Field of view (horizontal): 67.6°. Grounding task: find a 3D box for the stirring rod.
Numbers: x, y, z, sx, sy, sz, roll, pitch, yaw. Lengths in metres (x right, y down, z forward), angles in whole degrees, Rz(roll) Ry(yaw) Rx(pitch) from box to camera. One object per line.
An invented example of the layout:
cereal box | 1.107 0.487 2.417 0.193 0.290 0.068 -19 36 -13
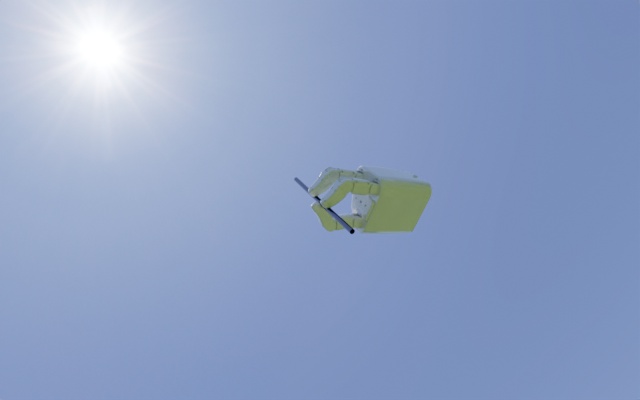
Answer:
stirring rod | 0.000 0.003 0.788 0.011 0.011 0.239 0 21 -24
